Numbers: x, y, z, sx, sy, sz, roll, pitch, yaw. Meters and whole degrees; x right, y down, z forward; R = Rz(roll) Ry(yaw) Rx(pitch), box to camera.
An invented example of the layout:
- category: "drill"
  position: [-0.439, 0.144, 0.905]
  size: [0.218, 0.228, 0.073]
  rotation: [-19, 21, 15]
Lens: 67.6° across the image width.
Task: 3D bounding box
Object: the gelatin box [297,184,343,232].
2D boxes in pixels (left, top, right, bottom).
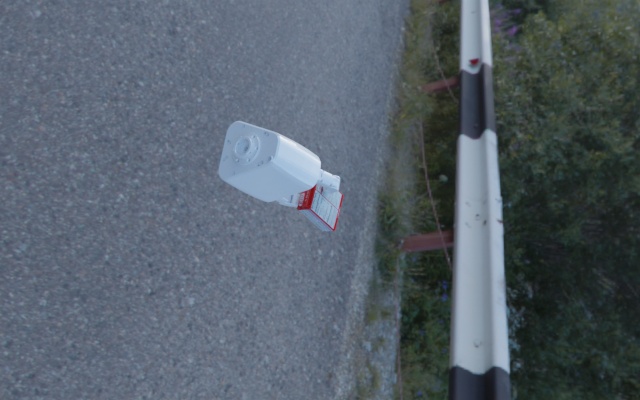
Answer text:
- category: "gelatin box"
  position: [0.001, 0.003, 0.823]
  size: [0.030, 0.073, 0.089]
  rotation: [-4, -31, 34]
